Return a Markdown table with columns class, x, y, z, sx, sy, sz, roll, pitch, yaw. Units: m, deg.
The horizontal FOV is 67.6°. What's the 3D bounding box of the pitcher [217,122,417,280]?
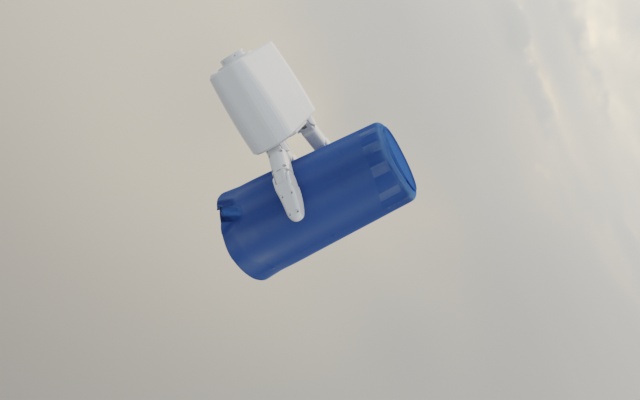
| class | x | y | z | sx | sy | sz | roll | pitch | yaw |
| --- | --- | --- | --- | --- | --- | --- | --- | --- | --- |
| pitcher | 0.000 | 0.002 | 0.632 | 0.243 | 0.145 | 0.149 | -26 | 16 | 18 |
